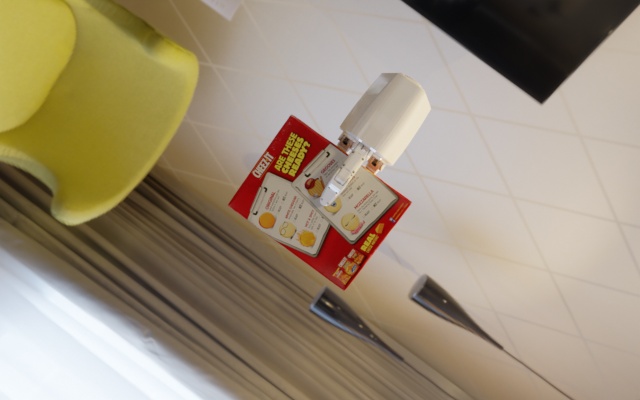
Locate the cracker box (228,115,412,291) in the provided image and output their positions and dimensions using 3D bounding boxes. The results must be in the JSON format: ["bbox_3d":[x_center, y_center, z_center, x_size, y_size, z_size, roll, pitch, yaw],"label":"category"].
[{"bbox_3d":[0.000,0.002,0.711,0.213,0.164,0.072,36,6,1],"label":"cracker box"}]
